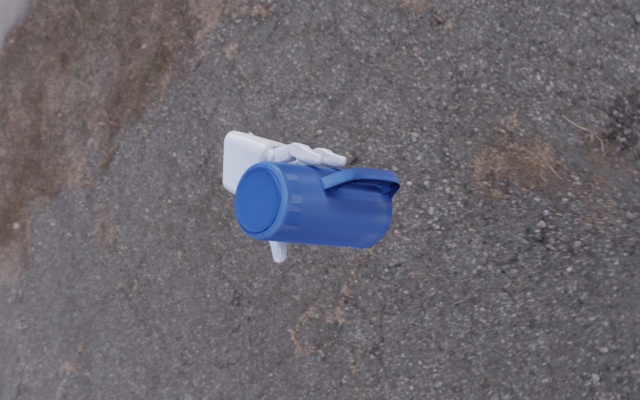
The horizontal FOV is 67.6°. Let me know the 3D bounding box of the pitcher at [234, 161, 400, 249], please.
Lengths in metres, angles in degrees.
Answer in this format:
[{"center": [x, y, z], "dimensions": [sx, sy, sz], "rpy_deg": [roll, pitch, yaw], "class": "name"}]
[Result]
[{"center": [0.000, 0.002, 0.726], "dimensions": [0.145, 0.149, 0.243], "rpy_deg": [24, 12, 40], "class": "pitcher"}]
